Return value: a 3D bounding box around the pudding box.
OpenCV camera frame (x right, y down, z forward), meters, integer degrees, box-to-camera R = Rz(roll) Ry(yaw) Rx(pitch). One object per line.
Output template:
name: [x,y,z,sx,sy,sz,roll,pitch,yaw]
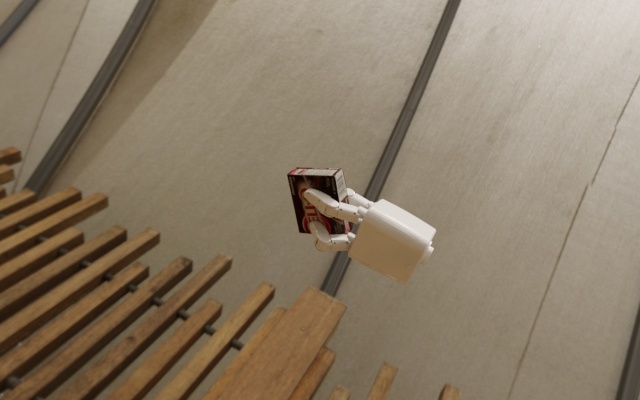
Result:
pudding box: [0.000,0.003,0.788,0.090,0.113,0.039,3,25,28]
